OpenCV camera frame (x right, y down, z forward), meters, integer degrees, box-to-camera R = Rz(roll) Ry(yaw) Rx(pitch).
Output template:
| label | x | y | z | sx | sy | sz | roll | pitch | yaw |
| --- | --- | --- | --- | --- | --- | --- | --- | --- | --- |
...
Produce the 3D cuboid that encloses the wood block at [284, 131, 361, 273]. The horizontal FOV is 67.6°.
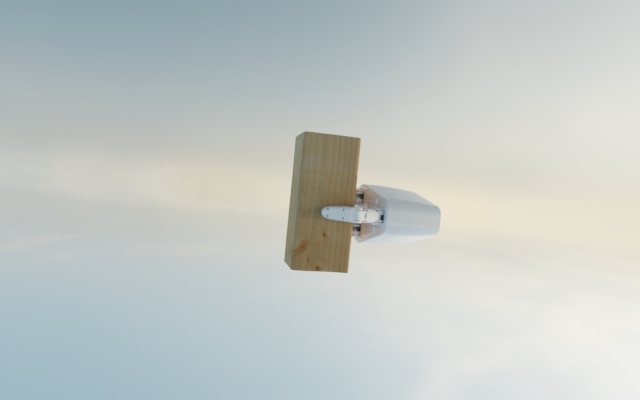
| label | x | y | z | sx | sy | sz | roll | pitch | yaw |
| --- | --- | --- | --- | --- | --- | --- | --- | --- | --- |
| wood block | 0.001 | 0.003 | 0.751 | 0.090 | 0.206 | 0.091 | 5 | 1 | -13 |
